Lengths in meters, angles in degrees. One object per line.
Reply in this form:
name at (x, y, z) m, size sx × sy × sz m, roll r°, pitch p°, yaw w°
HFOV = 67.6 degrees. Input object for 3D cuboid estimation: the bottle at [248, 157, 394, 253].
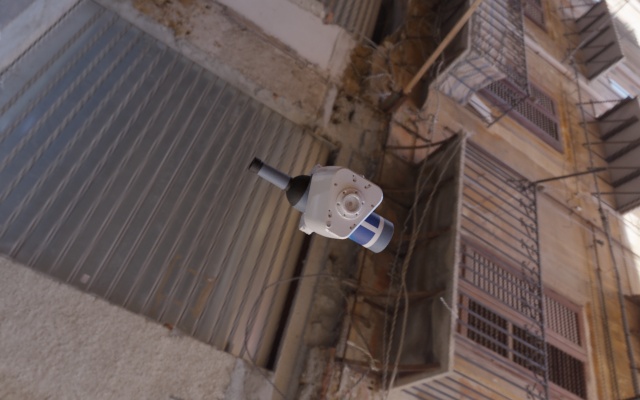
bottle at (0.000, 0.003, 0.895) m, size 0.296 × 0.069 × 0.069 m, roll 30°, pitch -9°, yaw -16°
